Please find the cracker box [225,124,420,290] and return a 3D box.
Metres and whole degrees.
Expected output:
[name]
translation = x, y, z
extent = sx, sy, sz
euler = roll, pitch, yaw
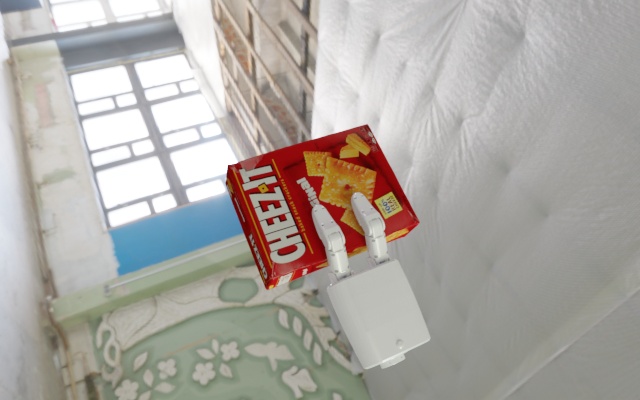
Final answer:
[cracker box]
translation = 0.000, 0.002, 0.643
extent = 0.213, 0.164, 0.072
euler = -18, -17, -18
